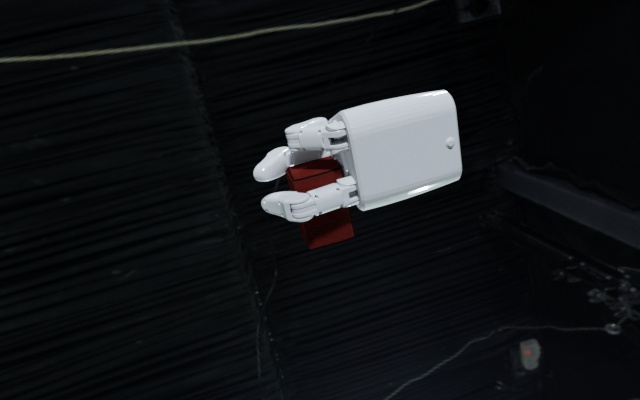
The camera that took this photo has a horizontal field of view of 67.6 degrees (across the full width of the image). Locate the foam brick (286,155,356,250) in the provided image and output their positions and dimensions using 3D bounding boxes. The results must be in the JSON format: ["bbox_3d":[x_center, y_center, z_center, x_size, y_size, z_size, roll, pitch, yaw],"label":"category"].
[{"bbox_3d":[0.000,0.002,0.494,0.051,0.078,0.053,-16,22,-8],"label":"foam brick"}]
